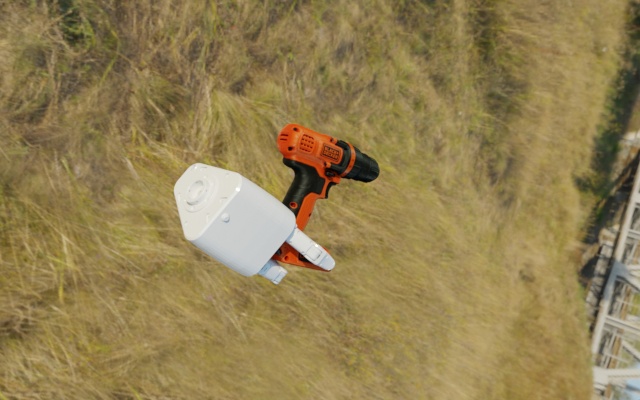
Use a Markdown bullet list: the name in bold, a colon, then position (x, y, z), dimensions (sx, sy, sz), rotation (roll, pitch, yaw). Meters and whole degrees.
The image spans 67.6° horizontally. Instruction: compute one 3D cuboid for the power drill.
- **power drill**: position (0.000, 0.003, 0.678), dimensions (0.184, 0.187, 0.057), rotation (17, -4, -39)
